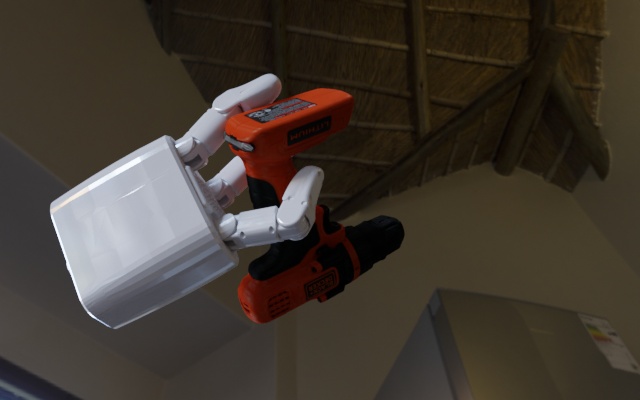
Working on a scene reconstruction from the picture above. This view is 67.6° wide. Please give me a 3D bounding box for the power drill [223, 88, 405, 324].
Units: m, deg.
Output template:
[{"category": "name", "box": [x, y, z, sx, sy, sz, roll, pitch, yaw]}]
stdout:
[{"category": "power drill", "box": [0.000, 0.001, 0.428, 0.184, 0.188, 0.057, -25, 30, -29]}]
